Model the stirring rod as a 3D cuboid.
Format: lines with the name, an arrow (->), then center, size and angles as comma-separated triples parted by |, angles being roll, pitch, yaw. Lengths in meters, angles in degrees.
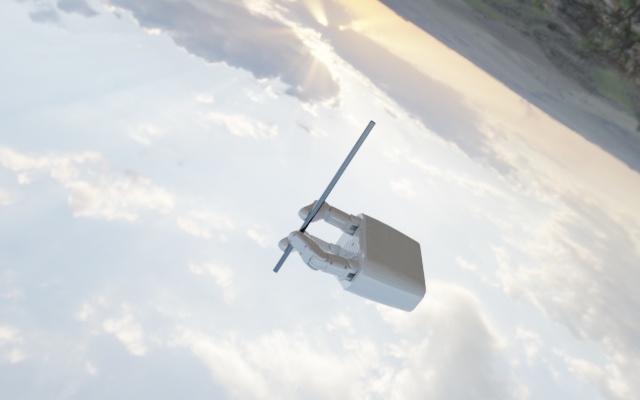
stirring rod -> 0.000, 0.002, 0.597 | 0.011, 0.240, 0.011 | 28, 23, -13
